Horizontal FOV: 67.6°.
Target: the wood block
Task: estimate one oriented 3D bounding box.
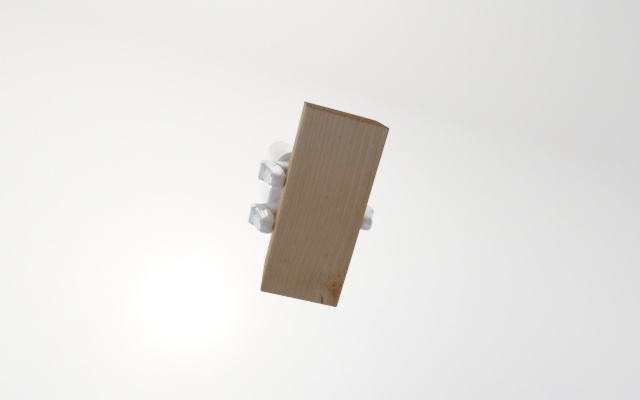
[{"bbox_3d":[0.000,0.002,0.543,0.091,0.206,0.090,13,14,-7],"label":"wood block"}]
